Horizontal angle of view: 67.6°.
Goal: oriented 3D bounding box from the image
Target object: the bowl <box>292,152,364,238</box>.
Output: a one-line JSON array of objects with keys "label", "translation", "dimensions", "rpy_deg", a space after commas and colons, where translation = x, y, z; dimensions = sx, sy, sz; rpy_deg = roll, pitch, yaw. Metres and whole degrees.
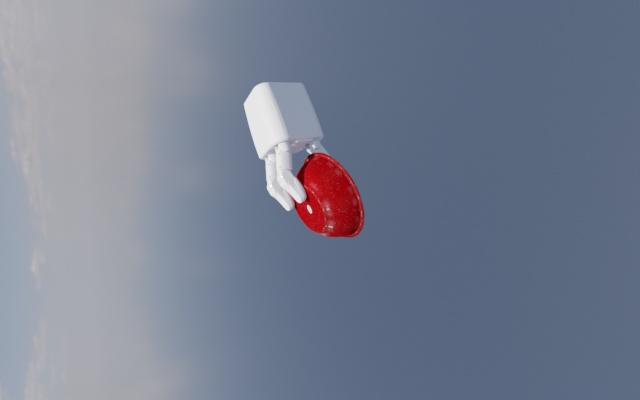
[{"label": "bowl", "translation": [0.001, 0.004, 0.809], "dimensions": [0.055, 0.162, 0.162], "rpy_deg": [-29, 15, -29]}]
